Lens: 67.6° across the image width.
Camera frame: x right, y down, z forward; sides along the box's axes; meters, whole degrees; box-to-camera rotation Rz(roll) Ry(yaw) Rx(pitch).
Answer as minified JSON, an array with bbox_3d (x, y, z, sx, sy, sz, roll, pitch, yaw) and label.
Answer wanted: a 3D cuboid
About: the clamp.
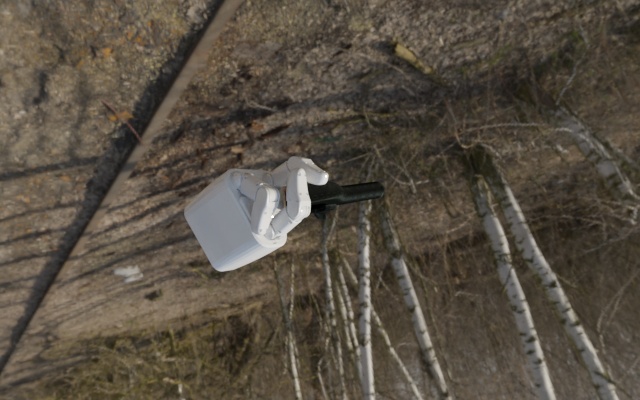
[{"bbox_3d":[0.000,0.003,0.671,0.120,0.039,0.171,-32,-22,36],"label":"clamp"}]
